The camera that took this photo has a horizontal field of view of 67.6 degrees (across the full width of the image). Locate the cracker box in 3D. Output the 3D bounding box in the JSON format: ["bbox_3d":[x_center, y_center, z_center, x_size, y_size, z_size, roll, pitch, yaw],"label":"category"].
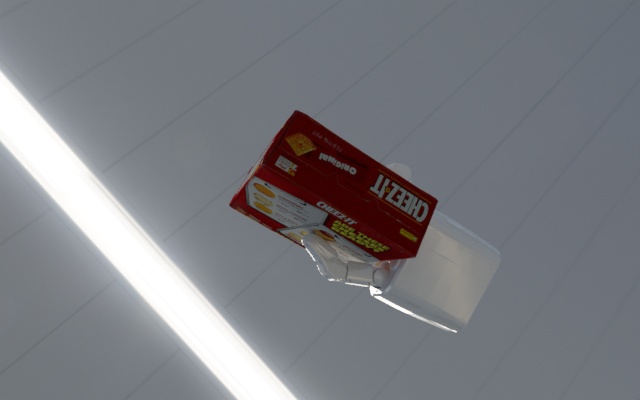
[{"bbox_3d":[0.000,0.002,0.523,0.164,0.072,0.214,31,-18,-11],"label":"cracker box"}]
